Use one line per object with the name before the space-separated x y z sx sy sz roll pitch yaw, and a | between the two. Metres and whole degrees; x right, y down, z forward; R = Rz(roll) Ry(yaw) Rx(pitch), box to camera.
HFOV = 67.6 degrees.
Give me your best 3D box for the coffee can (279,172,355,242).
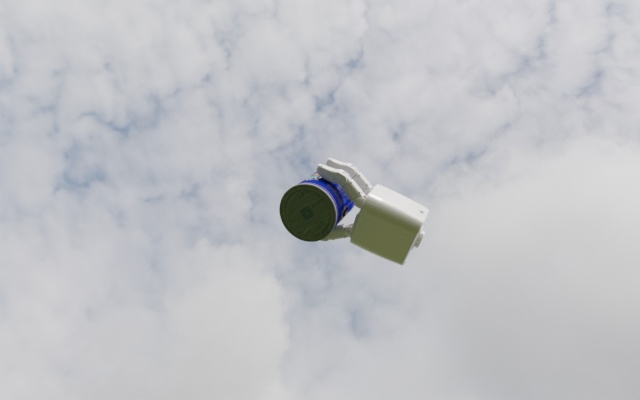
coffee can | 0.000 0.003 0.864 0.103 0.103 0.140 0 16 20
